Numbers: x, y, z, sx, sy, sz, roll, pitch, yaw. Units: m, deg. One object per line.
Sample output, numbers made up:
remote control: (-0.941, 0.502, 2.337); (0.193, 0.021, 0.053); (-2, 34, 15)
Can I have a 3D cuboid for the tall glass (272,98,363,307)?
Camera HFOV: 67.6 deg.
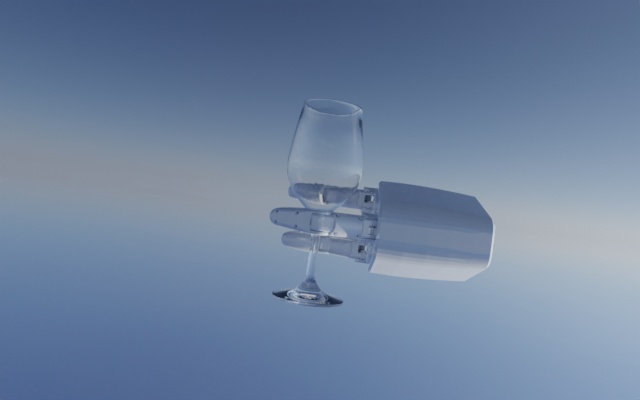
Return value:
tall glass: (0.000, 0.002, 0.490); (0.079, 0.201, 0.079); (7, 0, 0)
